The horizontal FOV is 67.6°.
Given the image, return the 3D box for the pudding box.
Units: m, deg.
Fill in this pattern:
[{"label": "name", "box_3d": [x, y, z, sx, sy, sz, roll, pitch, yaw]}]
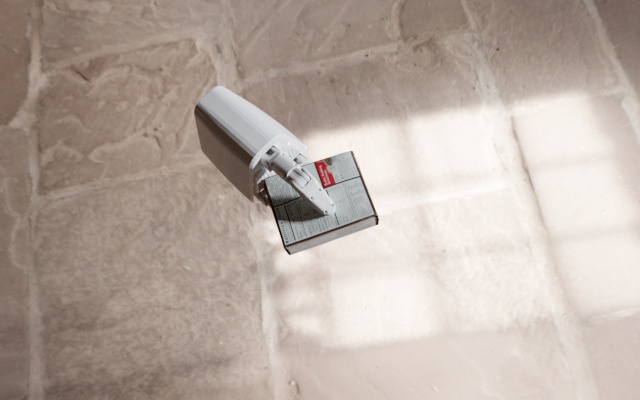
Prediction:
[{"label": "pudding box", "box_3d": [0.000, 0.002, 0.551, 0.113, 0.090, 0.039, -19, -20, 2]}]
